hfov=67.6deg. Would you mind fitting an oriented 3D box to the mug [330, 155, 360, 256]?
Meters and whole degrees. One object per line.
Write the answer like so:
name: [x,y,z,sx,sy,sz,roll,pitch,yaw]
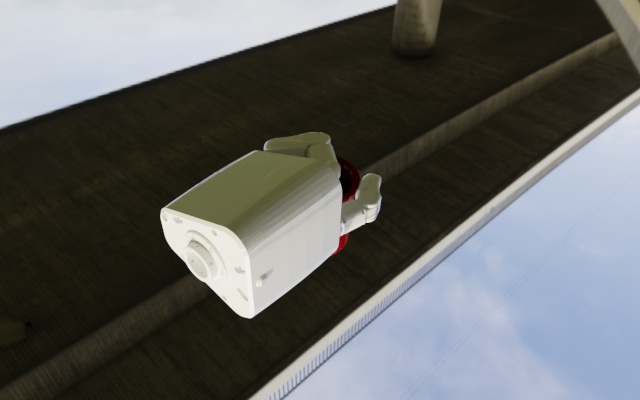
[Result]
mug: [0.001,0.001,0.513,0.093,0.082,0.117,30,46,30]
